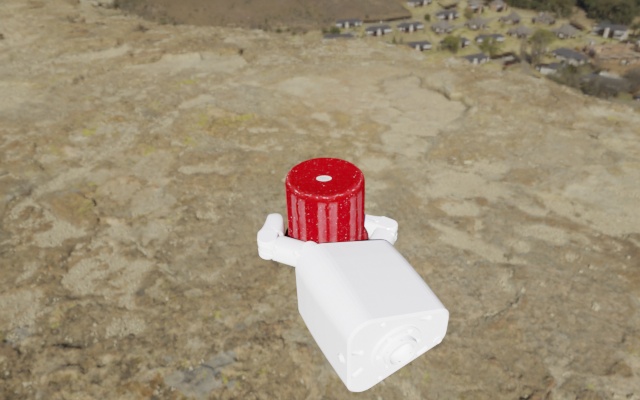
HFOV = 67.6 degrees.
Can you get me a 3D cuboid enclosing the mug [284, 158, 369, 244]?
[{"bbox_3d":[-0.001,0.001,0.514,0.093,0.082,0.117,-17,38,-21],"label":"mug"}]
